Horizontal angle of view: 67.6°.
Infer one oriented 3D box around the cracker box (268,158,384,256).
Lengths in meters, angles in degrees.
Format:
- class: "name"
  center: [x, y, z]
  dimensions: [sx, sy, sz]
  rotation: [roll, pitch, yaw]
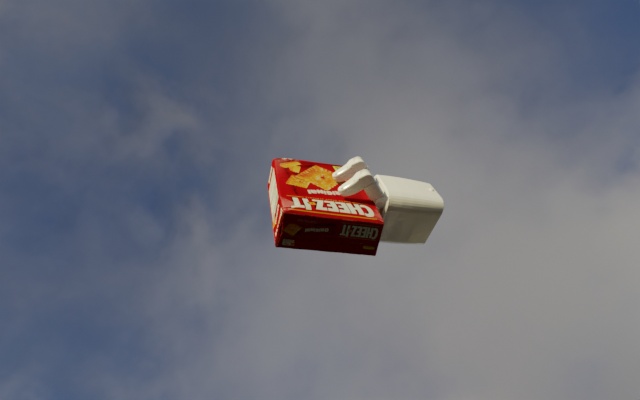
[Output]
- class: "cracker box"
  center: [0.000, 0.003, 0.816]
  dimensions: [0.164, 0.072, 0.213]
  rotation: [6, 26, -13]
